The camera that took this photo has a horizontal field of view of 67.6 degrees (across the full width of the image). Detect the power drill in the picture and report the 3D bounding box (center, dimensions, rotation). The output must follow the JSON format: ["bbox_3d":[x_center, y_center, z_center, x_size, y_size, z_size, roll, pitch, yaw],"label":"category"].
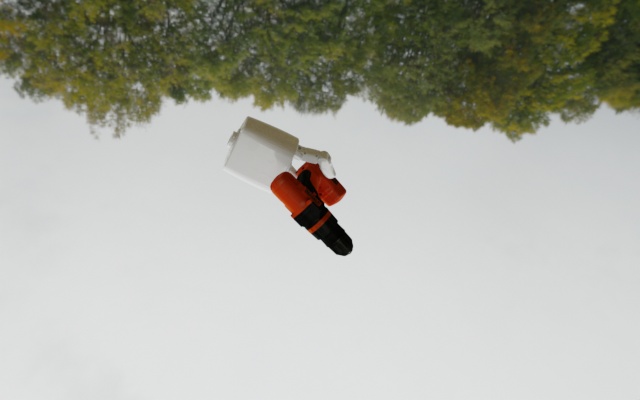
[{"bbox_3d":[0.000,0.003,0.883,0.057,0.184,0.187,-40,9,19],"label":"power drill"}]
